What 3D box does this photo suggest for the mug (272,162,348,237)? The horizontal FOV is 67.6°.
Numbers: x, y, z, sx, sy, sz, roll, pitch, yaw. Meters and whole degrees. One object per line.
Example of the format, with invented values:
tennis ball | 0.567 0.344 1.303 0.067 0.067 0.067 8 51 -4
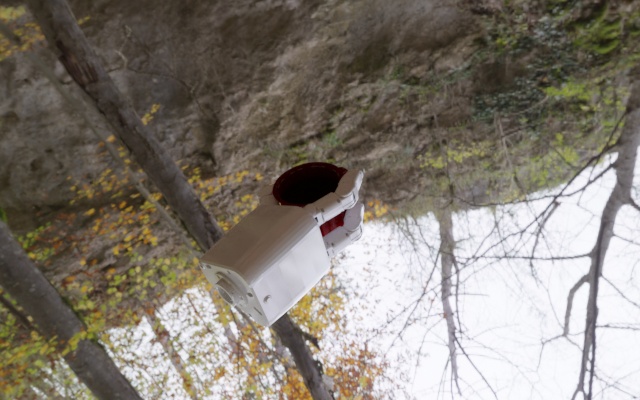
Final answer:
mug | 0.001 0.001 0.631 0.093 0.082 0.117 22 50 38
